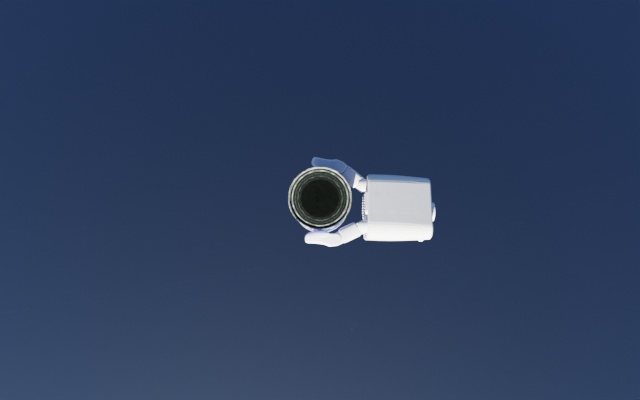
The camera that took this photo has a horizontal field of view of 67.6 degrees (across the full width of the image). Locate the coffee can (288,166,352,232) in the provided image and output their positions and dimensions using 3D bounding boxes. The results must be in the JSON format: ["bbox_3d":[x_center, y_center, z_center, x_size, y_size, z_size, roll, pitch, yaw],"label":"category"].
[{"bbox_3d":[0.000,0.003,0.829,0.103,0.103,0.140,0,-5,1],"label":"coffee can"}]
